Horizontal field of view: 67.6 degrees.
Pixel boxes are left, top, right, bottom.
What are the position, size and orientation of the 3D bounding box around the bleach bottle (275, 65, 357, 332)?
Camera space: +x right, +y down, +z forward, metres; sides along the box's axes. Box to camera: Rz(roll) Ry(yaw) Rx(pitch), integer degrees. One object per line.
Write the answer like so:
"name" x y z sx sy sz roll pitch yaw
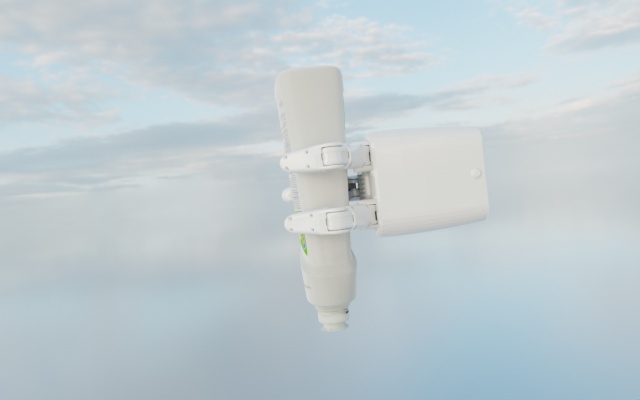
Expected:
"bleach bottle" 0.000 0.002 0.481 0.068 0.251 0.102 -6 1 -5
